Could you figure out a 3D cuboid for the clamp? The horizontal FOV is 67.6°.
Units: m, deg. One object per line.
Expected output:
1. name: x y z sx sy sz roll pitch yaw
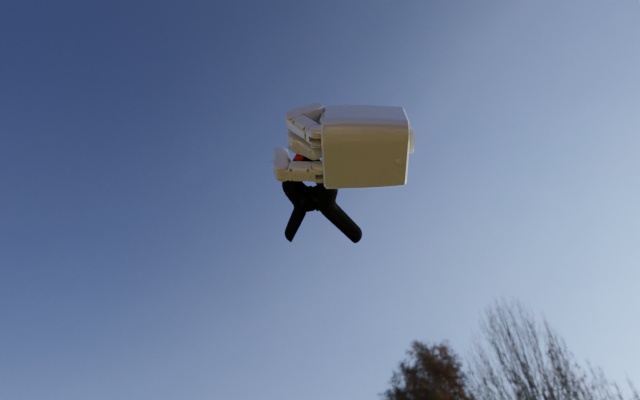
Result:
1. clamp: 0.000 0.002 0.685 0.120 0.172 0.039 2 44 7
